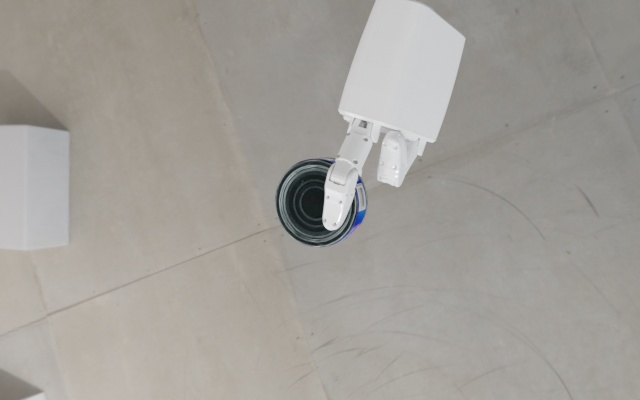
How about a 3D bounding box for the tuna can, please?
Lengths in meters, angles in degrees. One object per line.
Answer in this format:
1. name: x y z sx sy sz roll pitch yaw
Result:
1. tuna can: 0.000 0.002 0.461 0.086 0.086 0.034 0 6 21
